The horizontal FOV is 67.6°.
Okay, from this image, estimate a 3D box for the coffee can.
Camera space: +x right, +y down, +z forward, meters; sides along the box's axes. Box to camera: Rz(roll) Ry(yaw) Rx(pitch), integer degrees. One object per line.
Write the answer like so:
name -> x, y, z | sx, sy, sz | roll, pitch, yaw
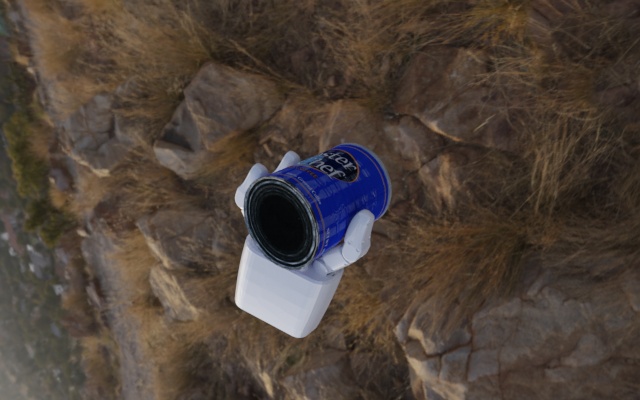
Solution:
coffee can -> 0.000, 0.002, 0.533 | 0.103, 0.103, 0.140 | 0, 19, 40
